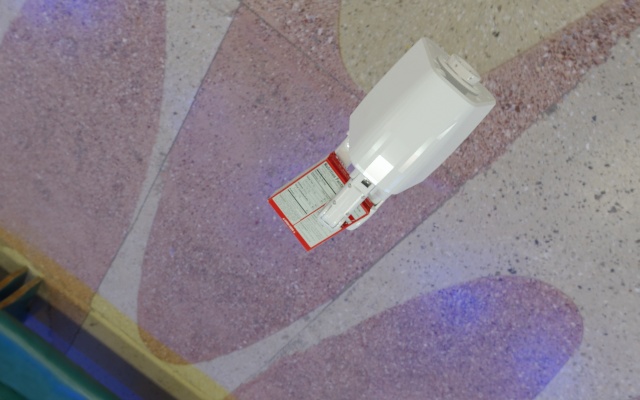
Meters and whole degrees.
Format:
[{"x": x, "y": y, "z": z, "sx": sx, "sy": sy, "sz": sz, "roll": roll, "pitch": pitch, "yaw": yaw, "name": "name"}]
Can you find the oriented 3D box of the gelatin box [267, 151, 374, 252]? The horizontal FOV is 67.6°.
[{"x": 0.000, "y": 0.002, "z": 0.509, "sx": 0.089, "sy": 0.073, "sz": 0.030, "roll": -34, "pitch": 10, "yaw": 25, "name": "gelatin box"}]
